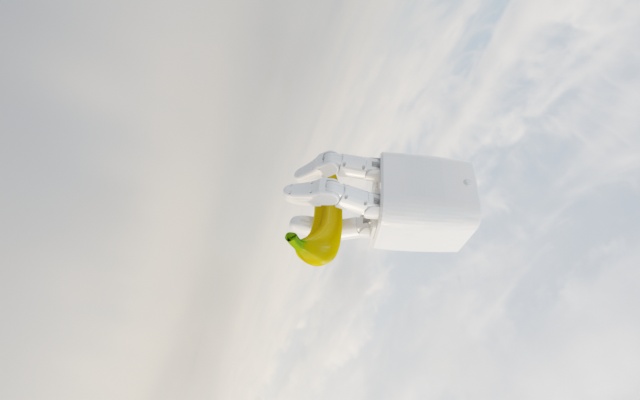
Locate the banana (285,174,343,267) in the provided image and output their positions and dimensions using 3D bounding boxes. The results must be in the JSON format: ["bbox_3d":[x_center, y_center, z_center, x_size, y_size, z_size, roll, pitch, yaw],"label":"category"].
[{"bbox_3d":[0.004,0.020,0.547,0.037,0.070,0.197,-8,24,13],"label":"banana"}]
